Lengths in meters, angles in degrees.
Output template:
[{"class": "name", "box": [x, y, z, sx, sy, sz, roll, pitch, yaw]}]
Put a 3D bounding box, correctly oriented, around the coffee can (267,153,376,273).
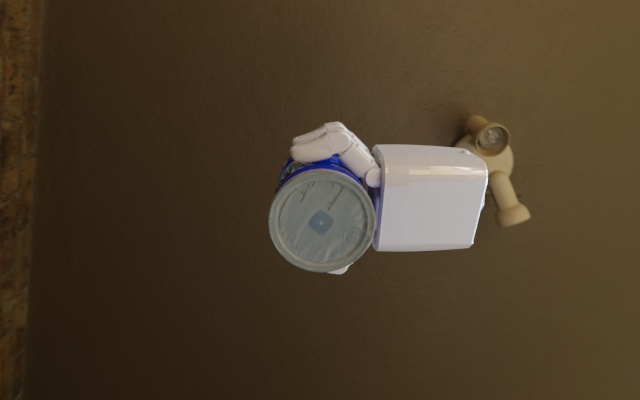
[{"class": "coffee can", "box": [0.000, 0.002, 0.518, 0.103, 0.103, 0.140, 0, 17, -1]}]
